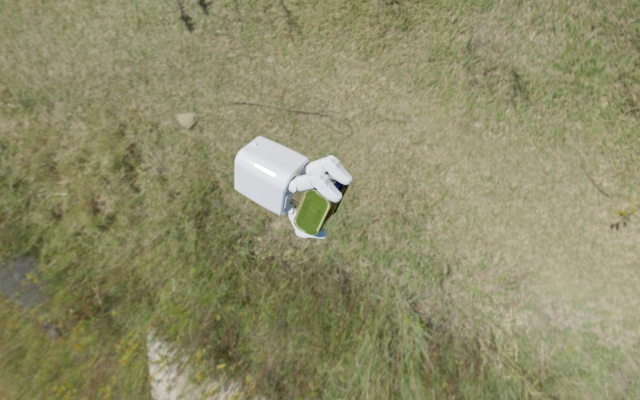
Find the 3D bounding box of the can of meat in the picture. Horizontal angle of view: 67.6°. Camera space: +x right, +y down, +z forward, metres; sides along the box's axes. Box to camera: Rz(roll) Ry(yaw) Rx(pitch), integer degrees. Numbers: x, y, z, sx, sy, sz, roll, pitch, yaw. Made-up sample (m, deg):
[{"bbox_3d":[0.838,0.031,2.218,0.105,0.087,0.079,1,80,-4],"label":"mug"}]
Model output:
[{"bbox_3d":[0.000,0.003,0.860,0.057,0.102,0.084,30,39,8],"label":"can of meat"}]
